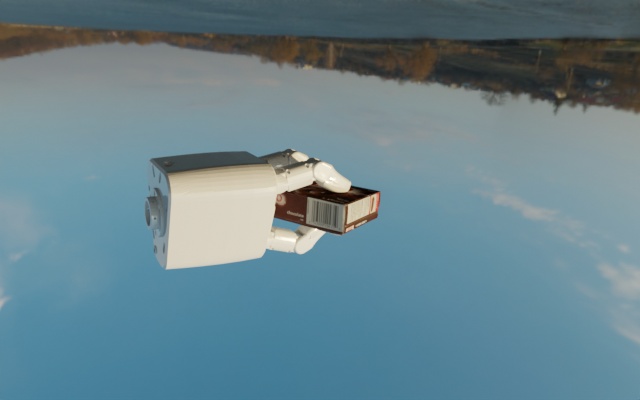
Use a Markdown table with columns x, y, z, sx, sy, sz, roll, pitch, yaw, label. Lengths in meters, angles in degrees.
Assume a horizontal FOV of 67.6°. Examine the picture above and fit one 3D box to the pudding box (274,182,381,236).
| x | y | z | sx | sy | sz | roll | pitch | yaw | label |
| --- | --- | --- | --- | --- | --- | --- | --- | --- | --- |
| 0.000 | 0.002 | 0.554 | 0.113 | 0.039 | 0.090 | 15 | 18 | 28 | pudding box |
